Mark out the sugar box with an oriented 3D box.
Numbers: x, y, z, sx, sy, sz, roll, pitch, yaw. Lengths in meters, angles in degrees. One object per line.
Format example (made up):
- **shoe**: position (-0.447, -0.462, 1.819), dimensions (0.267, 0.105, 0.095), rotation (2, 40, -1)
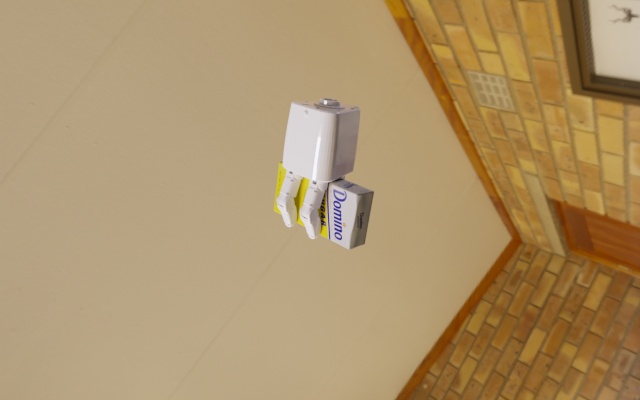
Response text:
- **sugar box**: position (0.000, 0.002, 0.777), dimensions (0.048, 0.093, 0.176), rotation (-12, 28, -43)
